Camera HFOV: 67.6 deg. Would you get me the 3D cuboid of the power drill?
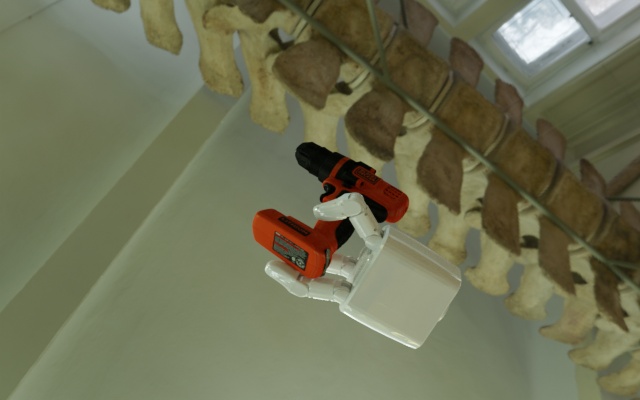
[{"bbox_3d":[0.000,0.002,0.625,0.184,0.057,0.187,31,48,22],"label":"power drill"}]
